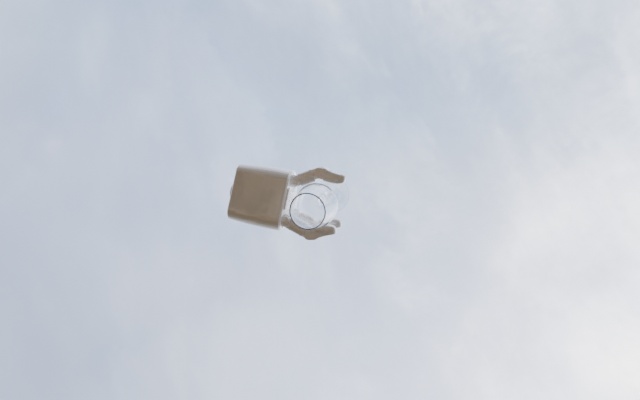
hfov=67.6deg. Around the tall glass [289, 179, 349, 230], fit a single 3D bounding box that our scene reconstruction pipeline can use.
[{"bbox_3d":[0.000,0.003,0.873,0.079,0.079,0.201,0,9,13],"label":"tall glass"}]
